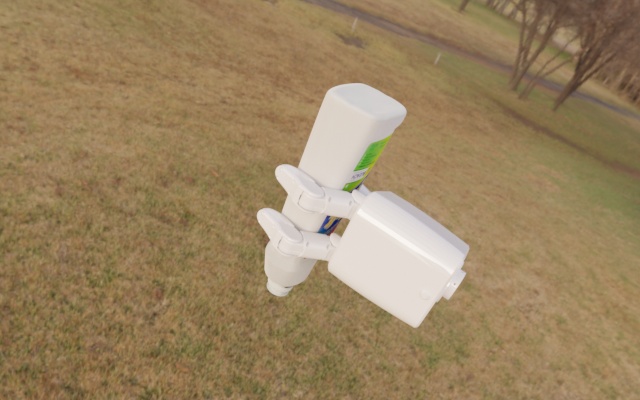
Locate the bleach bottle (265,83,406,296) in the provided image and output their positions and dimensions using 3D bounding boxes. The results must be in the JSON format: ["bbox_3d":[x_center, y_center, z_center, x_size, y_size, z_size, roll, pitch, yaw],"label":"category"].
[{"bbox_3d":[0.000,0.002,0.521,0.068,0.251,0.102,34,29,16],"label":"bleach bottle"}]
